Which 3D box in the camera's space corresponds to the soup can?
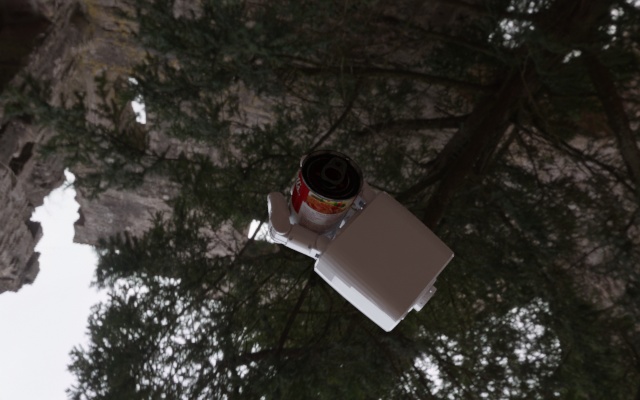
[{"bbox_3d":[0.000,0.002,0.534,0.068,0.068,0.102,0,-35,-18],"label":"soup can"}]
